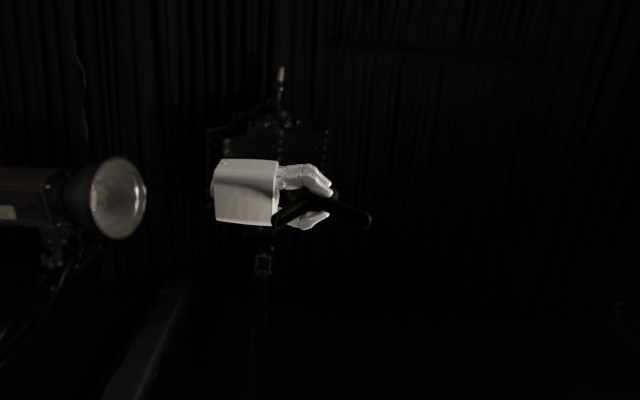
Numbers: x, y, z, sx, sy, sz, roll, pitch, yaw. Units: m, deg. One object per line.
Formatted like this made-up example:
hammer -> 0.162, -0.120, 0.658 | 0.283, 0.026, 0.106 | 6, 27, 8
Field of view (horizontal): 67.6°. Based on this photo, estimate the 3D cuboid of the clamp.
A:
clamp -> 0.000, 0.003, 0.854 | 0.164, 0.036, 0.210 | 3, 21, -2
